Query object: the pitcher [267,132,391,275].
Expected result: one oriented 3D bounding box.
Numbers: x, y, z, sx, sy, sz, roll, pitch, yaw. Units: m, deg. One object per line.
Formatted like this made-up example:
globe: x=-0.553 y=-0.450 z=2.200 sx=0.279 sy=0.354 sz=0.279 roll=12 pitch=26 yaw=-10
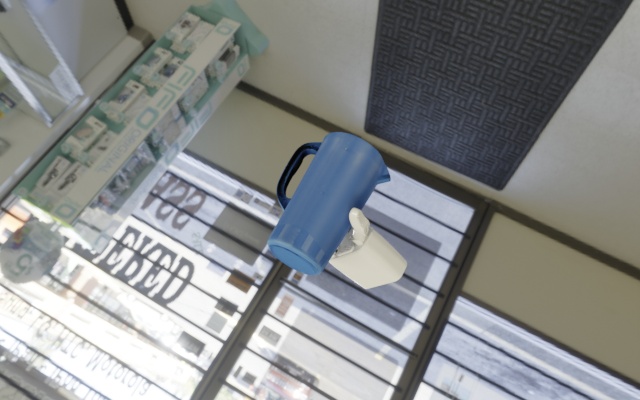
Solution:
pitcher: x=0.000 y=0.003 z=0.858 sx=0.145 sy=0.242 sz=0.149 roll=42 pitch=-25 yaw=-23
